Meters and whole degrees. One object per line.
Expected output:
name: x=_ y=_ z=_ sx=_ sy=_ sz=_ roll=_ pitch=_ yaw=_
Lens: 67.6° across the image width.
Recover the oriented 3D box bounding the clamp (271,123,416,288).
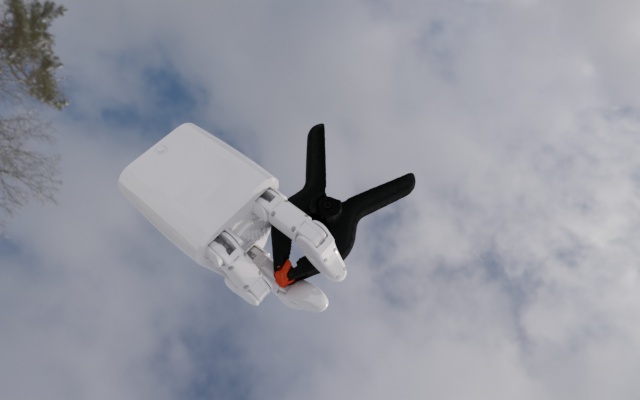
clamp: x=0.000 y=0.002 z=0.460 sx=0.120 sy=0.171 sz=0.039 roll=36 pitch=-27 yaw=17
